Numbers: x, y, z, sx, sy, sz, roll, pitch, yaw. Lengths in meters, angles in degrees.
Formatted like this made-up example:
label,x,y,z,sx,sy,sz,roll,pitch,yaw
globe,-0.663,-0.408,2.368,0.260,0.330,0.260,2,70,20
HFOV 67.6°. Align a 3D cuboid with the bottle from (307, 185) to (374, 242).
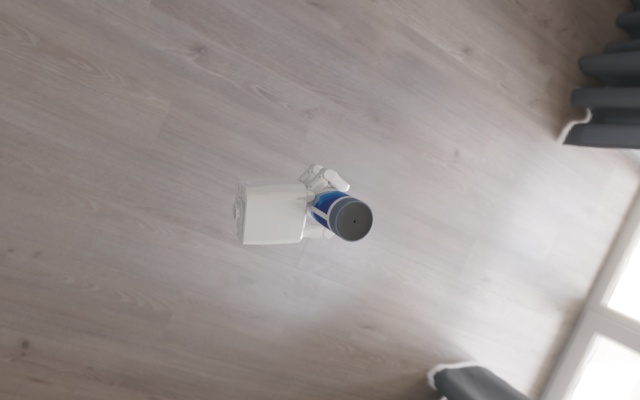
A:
label,x,y,z,sx,sy,sz,roll,pitch,yaw
bottle,0.000,0.003,0.870,0.069,0.069,0.295,0,12,-22
